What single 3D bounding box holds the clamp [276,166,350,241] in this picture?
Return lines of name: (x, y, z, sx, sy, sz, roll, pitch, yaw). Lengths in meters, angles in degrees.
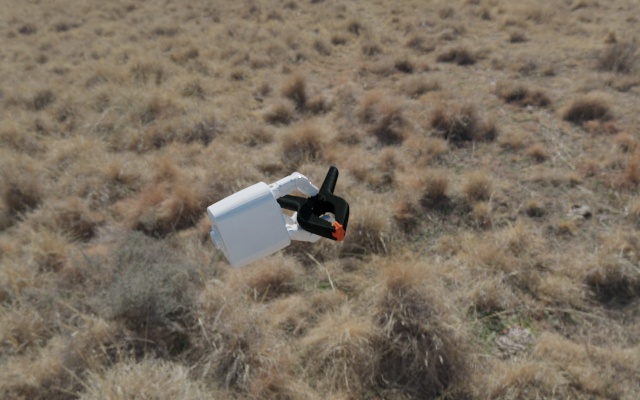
clamp: (0.000, 0.002, 0.862, 0.164, 0.036, 0.210, -25, 36, -19)
